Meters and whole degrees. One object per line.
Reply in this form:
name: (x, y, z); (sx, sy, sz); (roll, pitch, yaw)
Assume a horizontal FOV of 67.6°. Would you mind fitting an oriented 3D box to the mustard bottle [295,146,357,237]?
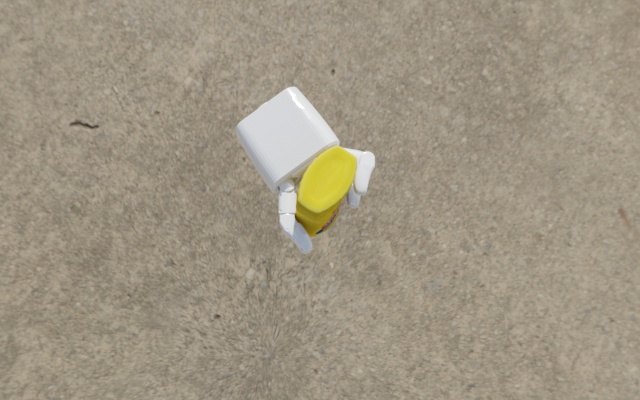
mustard bottle: (0.000, 0.002, 0.669); (0.058, 0.096, 0.192); (31, -19, 5)
